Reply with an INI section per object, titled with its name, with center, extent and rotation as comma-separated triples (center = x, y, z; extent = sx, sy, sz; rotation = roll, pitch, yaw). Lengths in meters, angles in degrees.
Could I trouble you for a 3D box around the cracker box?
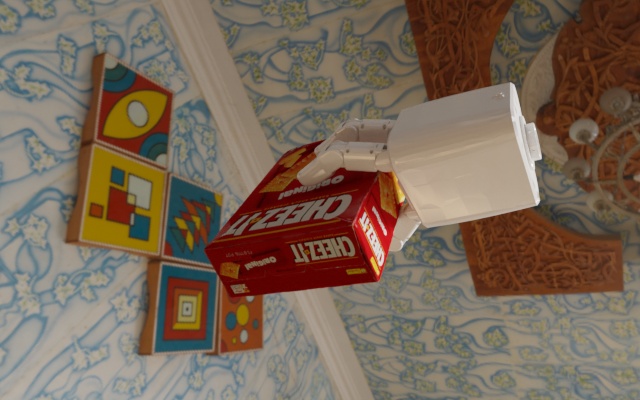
[cracker box]
center = 0.000, 0.002, 0.512
extent = 0.164, 0.072, 0.213
rotation = -12, 26, 28
